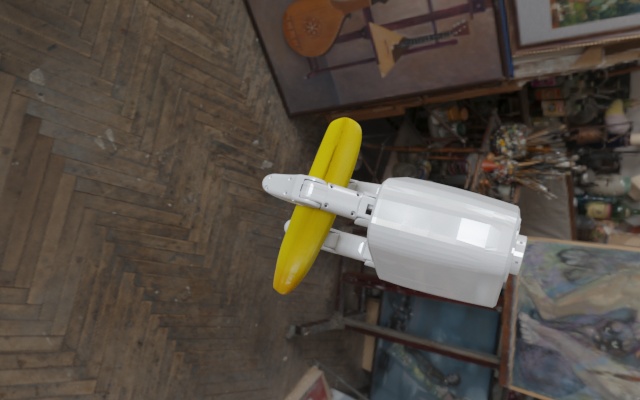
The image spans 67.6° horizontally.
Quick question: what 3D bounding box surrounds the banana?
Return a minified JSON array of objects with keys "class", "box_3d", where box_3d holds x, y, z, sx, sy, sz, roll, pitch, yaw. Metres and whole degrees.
[{"class":"banana","box_3d":[0.004,-0.011,0.436,0.037,0.197,0.070,20,-31,1]}]
